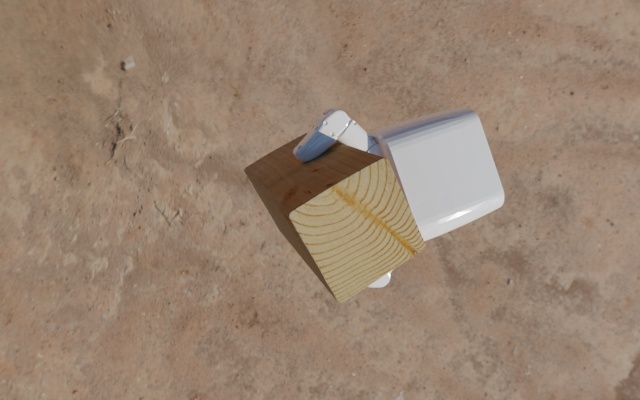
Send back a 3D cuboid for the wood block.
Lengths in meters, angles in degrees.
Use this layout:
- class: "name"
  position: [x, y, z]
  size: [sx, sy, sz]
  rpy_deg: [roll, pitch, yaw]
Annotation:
- class: "wood block"
  position: [0.000, 0.001, 0.466]
  size: [0.090, 0.091, 0.206]
  rpy_deg: [-31, 20, -9]
